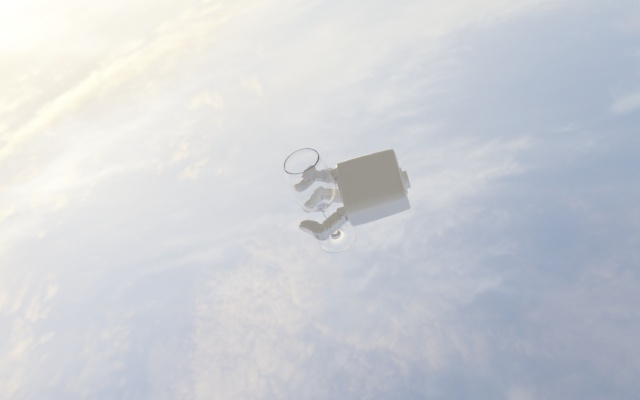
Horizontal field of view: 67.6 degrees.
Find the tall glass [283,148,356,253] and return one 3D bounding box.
[{"bbox_3d":[0.000,0.003,0.836,0.079,0.079,0.201,0,-42,26],"label":"tall glass"}]
